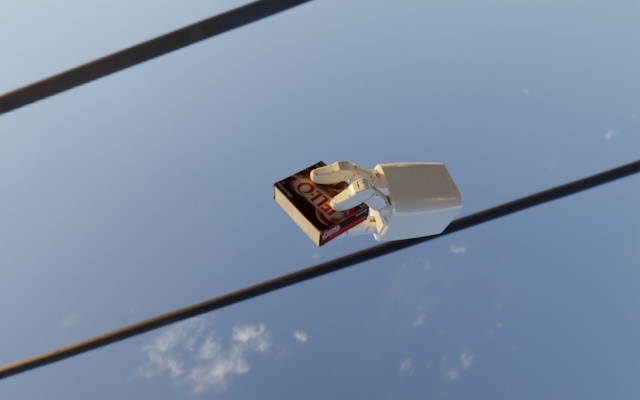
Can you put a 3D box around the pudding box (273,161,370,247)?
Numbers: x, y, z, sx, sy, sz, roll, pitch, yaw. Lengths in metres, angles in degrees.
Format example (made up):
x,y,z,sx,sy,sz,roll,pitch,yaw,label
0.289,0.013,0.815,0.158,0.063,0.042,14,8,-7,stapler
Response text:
x,y,z,sx,sy,sz,roll,pitch,yaw,label
0.000,0.002,0.678,0.090,0.039,0.113,-27,53,-29,pudding box
